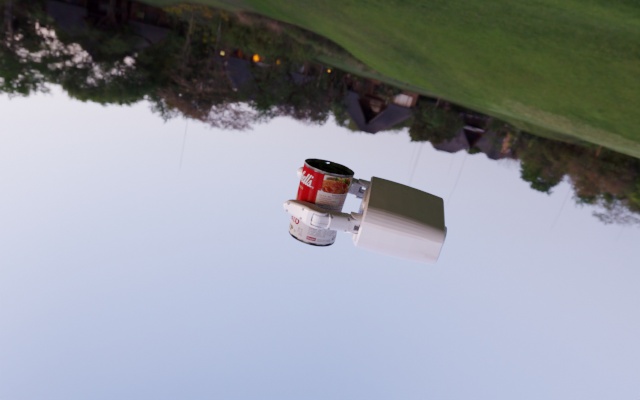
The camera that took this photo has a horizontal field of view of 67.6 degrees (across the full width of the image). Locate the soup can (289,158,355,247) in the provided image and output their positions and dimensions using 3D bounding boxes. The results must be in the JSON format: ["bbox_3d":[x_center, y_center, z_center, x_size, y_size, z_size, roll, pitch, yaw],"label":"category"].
[{"bbox_3d":[0.000,0.002,0.639,0.068,0.102,0.068,13,18,-4],"label":"soup can"}]
